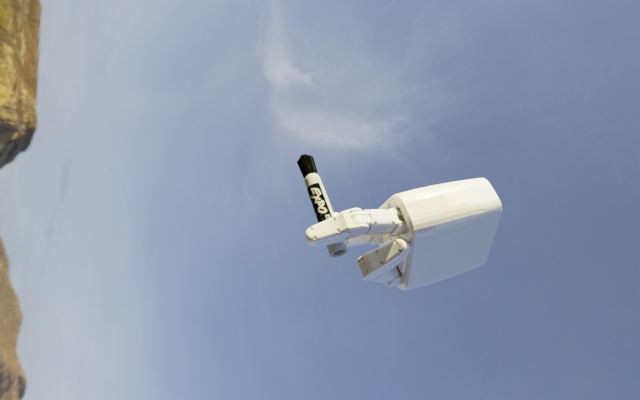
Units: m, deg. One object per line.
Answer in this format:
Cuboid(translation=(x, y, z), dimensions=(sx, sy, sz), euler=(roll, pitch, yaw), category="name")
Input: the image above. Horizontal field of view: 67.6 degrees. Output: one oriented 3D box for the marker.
Cuboid(translation=(0.000, 0.002, 0.495), dimensions=(0.020, 0.121, 0.020), euler=(-15, -28, -9), category="marker")
